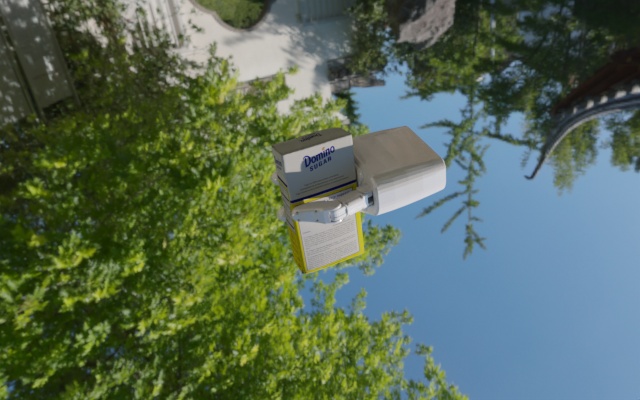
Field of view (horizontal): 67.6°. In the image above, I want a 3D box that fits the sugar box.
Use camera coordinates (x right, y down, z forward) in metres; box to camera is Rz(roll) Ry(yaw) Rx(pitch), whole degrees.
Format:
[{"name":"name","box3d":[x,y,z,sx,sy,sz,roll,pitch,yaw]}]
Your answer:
[{"name":"sugar box","box3d":[0.000,0.002,0.610,0.093,0.176,0.048,-18,29,-18]}]
